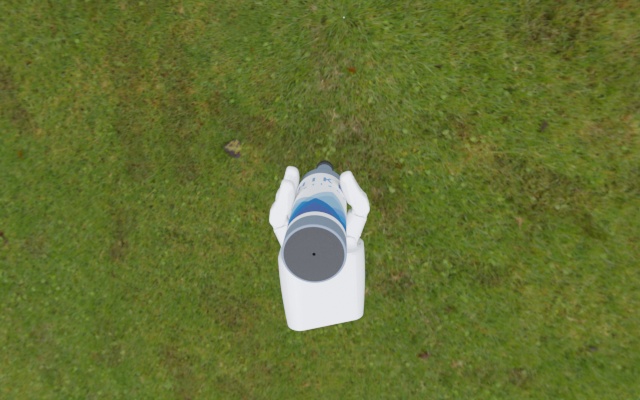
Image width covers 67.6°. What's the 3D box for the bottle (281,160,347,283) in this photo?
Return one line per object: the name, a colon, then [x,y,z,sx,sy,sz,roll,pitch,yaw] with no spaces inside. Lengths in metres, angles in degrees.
bottle: [0.000,0.002,0.616,0.069,0.069,0.295,0,21,3]
